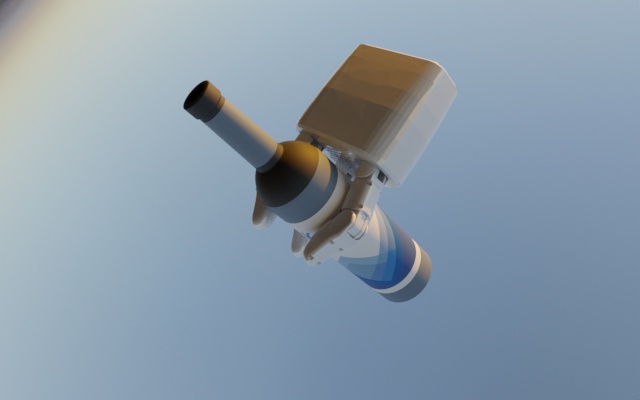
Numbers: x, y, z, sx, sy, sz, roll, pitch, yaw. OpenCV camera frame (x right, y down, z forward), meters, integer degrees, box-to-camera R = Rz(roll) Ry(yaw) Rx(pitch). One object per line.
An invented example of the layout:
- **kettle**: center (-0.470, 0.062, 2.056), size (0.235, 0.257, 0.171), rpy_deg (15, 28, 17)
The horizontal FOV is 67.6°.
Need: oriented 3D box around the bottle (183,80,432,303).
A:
- **bottle**: center (0.000, 0.002, 0.431), size (0.069, 0.069, 0.296), rpy_deg (0, -32, 47)
